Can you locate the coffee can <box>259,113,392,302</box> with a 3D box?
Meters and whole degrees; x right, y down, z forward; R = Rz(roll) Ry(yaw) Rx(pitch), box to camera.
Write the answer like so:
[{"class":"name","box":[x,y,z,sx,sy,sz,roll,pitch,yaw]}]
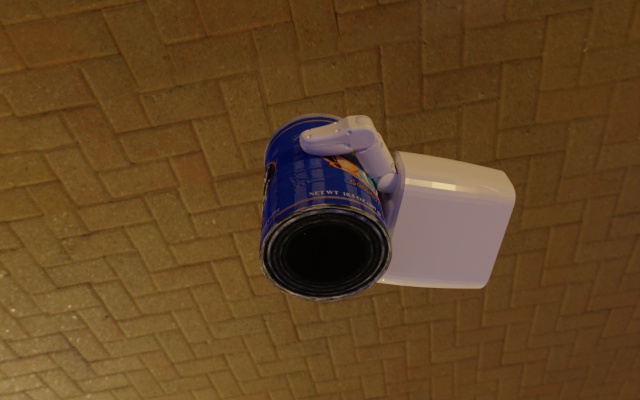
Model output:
[{"class":"coffee can","box":[0.000,0.001,0.420,0.103,0.103,0.140,0,38,-5]}]
